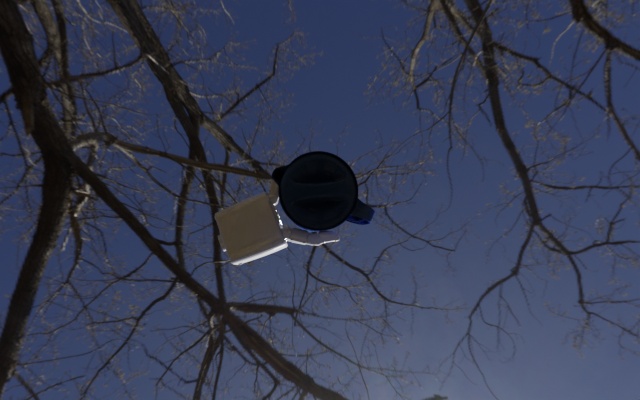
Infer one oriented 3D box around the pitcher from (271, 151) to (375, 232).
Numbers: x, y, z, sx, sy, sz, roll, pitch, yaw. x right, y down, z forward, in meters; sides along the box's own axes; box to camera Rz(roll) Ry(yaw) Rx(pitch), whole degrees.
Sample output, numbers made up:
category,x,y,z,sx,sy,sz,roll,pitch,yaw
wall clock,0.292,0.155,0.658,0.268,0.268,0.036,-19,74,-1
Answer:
category,x,y,z,sx,sy,sz,roll,pitch,yaw
pitcher,0.000,0.003,0.898,0.145,0.149,0.243,-23,-5,-5
